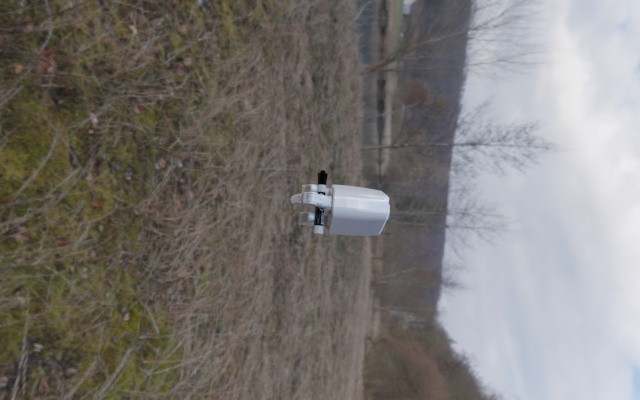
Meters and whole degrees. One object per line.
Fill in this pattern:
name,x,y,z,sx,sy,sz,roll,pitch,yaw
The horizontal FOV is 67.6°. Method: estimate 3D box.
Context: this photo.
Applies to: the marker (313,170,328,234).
marker,0.000,0.003,0.898,0.020,0.121,0.020,5,-8,1
